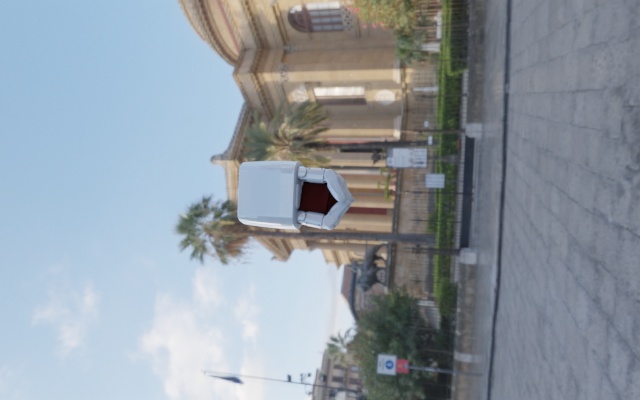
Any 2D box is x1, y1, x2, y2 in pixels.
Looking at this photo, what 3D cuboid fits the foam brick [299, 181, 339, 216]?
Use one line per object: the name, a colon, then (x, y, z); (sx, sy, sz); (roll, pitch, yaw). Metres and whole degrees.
foam brick: (0.000, 0.003, 0.846); (0.051, 0.053, 0.078); (3, -16, 15)
